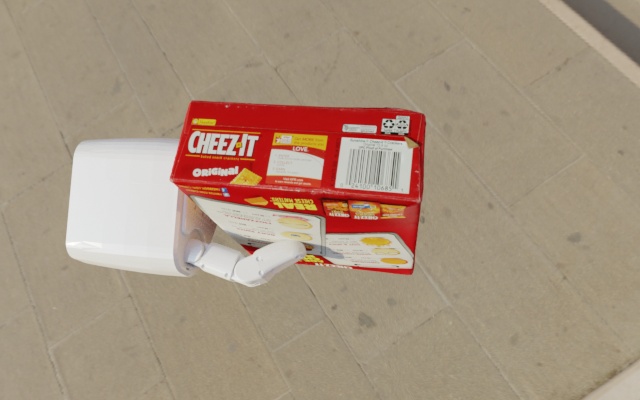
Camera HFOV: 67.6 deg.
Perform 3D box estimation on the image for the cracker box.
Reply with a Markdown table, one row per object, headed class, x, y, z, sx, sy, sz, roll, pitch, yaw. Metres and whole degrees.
| class | x | y | z | sx | sy | sz | roll | pitch | yaw |
| --- | --- | --- | --- | --- | --- | --- | --- | --- | --- |
| cracker box | 0.000 | 0.001 | 0.400 | 0.164 | 0.072 | 0.214 | 4 | -19 | 11 |
